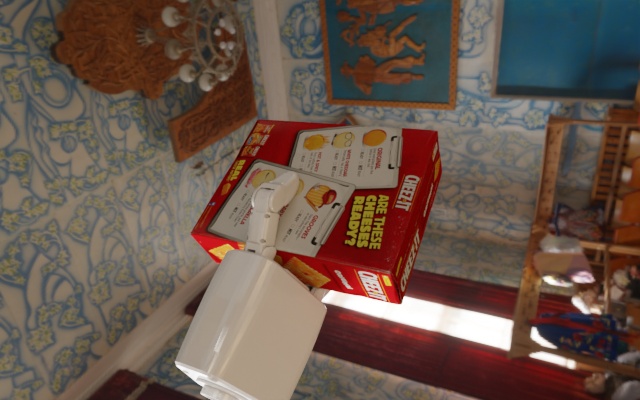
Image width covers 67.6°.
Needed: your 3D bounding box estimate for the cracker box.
[{"bbox_3d":[0.000,0.001,0.492,0.213,0.164,0.072,8,-33,26],"label":"cracker box"}]
